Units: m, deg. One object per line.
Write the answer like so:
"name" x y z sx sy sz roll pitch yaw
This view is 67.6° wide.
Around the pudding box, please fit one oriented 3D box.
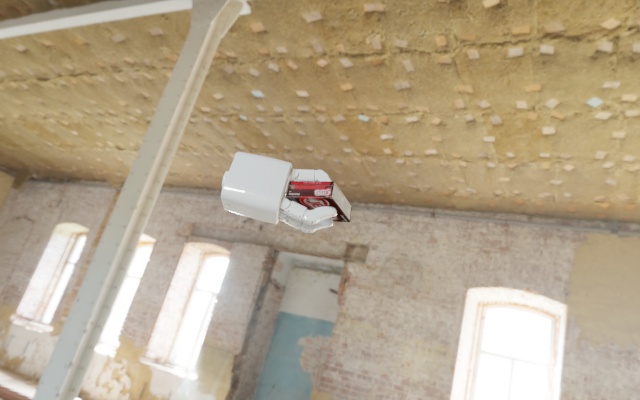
"pudding box" 0.000 0.003 0.884 0.090 0.039 0.113 2 -22 24
